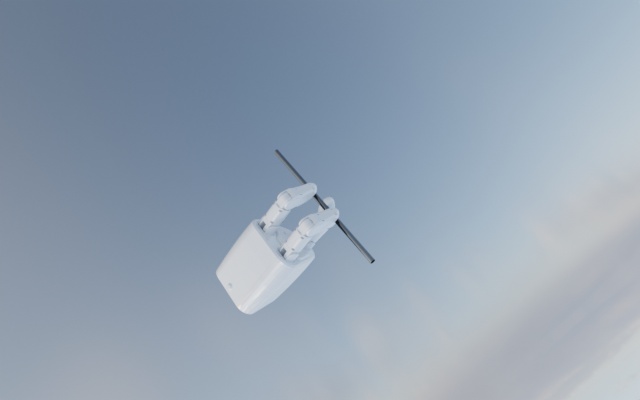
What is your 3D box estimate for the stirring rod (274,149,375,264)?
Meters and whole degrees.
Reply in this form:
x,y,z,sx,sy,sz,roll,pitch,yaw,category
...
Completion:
x,y,z,sx,sy,sz,roll,pitch,yaw,category
0.000,0.002,0.695,0.011,0.011,0.239,0,41,-51,stirring rod
